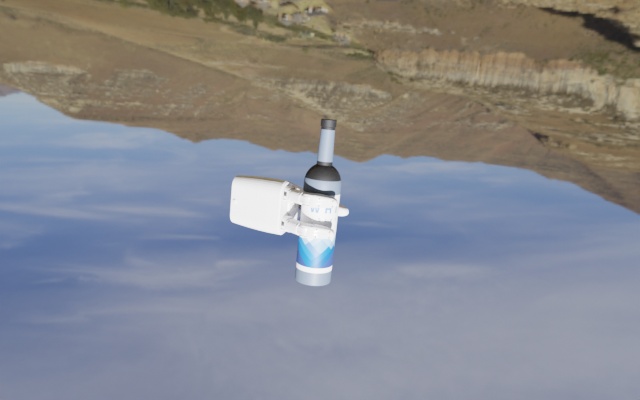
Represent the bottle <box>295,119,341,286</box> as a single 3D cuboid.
[{"bbox_3d":[0.000,0.003,0.857,0.069,0.296,0.069,6,11,-1],"label":"bottle"}]
